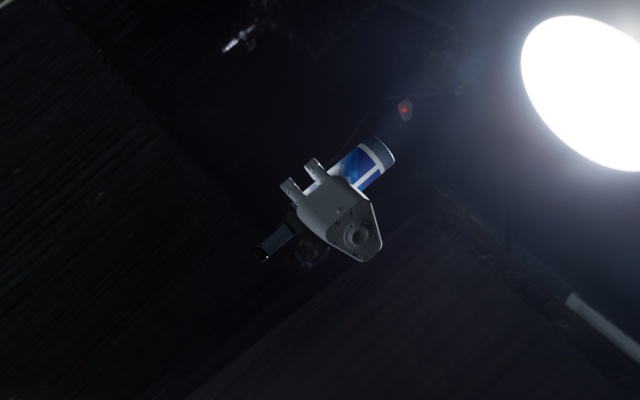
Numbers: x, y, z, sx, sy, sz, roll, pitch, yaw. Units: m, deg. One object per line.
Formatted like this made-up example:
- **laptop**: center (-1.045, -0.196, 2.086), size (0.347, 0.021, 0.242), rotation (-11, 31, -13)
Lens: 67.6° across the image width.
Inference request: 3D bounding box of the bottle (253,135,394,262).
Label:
- **bottle**: center (0.000, 0.003, 0.851), size (0.295, 0.069, 0.069), rotation (-41, 4, -5)
